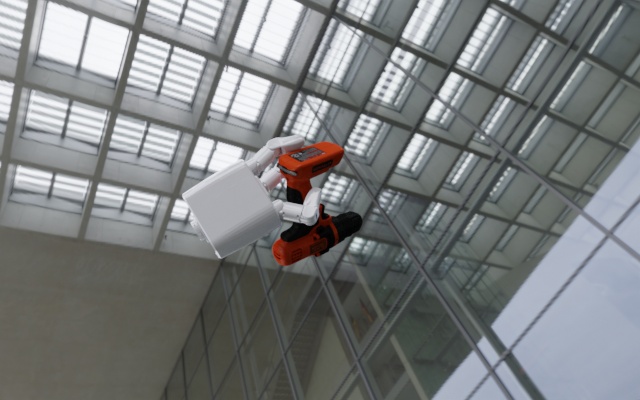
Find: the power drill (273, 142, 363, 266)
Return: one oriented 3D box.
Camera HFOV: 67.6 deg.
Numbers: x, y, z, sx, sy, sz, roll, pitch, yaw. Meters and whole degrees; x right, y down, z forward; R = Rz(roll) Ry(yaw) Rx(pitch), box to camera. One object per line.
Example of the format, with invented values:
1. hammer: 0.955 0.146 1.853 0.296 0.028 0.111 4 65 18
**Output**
1. power drill: 0.000 0.002 0.790 0.184 0.188 0.057 -23 34 -35
